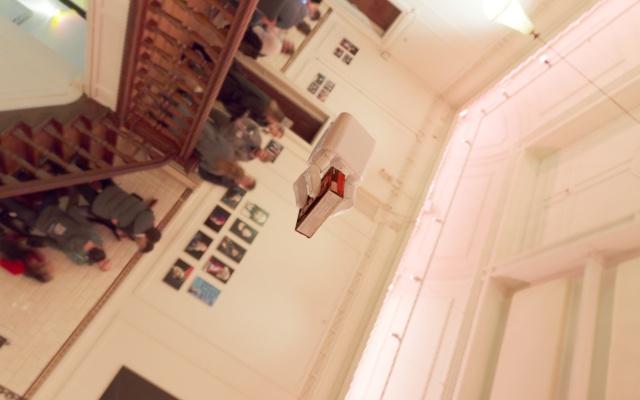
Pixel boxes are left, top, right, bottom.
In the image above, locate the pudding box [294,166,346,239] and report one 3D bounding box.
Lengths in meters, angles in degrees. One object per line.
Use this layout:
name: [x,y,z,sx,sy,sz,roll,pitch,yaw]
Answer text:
pudding box: [0.000,0.003,0.882,0.039,0.113,0.090,31,28,-12]
